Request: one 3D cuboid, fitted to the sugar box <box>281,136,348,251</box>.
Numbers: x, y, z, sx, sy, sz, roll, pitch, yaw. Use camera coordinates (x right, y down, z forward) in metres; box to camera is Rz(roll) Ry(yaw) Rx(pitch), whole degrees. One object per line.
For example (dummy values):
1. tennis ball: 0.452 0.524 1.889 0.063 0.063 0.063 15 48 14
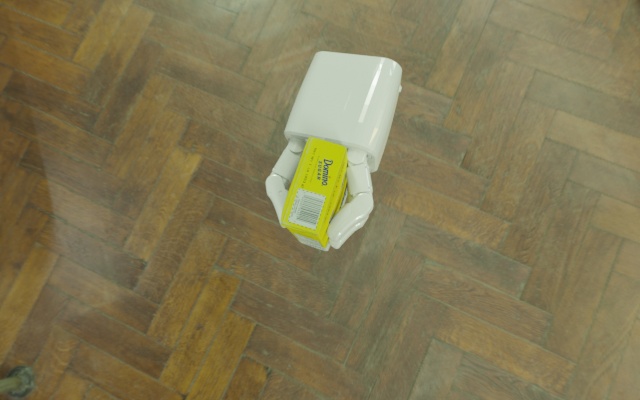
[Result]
1. sugar box: 0.001 0.002 0.538 0.048 0.093 0.176 18 -8 10
